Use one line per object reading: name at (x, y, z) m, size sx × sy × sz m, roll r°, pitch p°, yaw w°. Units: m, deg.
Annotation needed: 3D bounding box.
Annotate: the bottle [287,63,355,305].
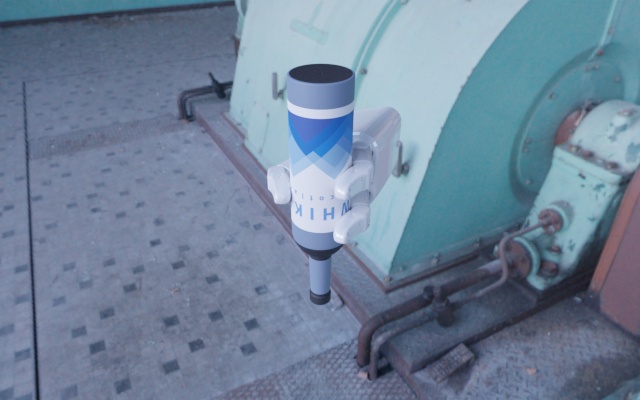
bottle at (0.000, 0.002, 0.538) m, size 0.069 × 0.296 × 0.069 m, roll 0°, pitch 32°, yaw 0°
